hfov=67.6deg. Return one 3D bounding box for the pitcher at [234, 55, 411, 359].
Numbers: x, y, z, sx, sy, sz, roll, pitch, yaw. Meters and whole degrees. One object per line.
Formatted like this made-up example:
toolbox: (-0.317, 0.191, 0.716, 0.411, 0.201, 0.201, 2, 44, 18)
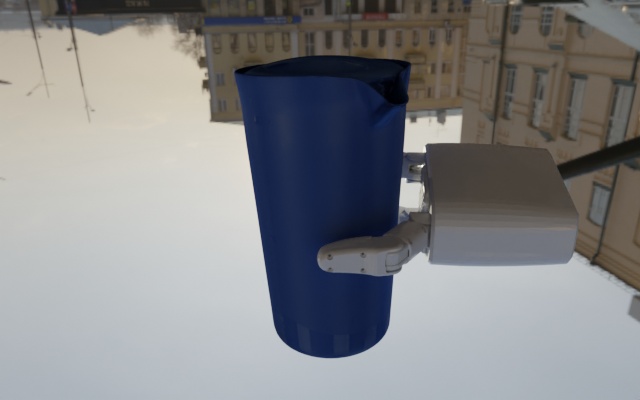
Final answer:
pitcher: (0.000, 0.001, 0.411, 0.145, 0.243, 0.149, 1, 21, 7)
